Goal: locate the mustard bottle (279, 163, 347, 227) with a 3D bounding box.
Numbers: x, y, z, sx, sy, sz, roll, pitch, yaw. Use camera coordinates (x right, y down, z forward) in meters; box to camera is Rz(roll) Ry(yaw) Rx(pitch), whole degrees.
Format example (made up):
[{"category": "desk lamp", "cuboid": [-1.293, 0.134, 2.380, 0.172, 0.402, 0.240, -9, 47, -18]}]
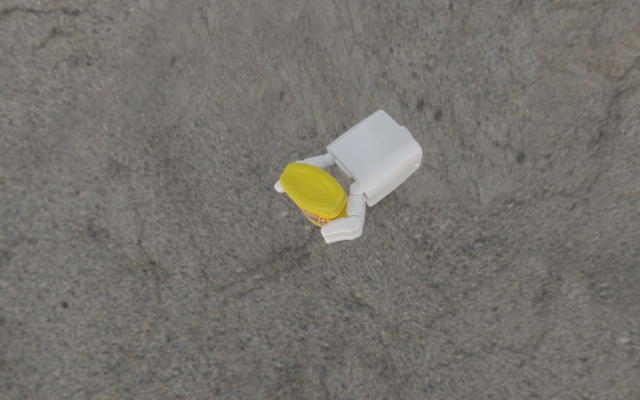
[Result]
[{"category": "mustard bottle", "cuboid": [0.000, 0.003, 0.744, 0.096, 0.058, 0.192, 27, -9, 13]}]
